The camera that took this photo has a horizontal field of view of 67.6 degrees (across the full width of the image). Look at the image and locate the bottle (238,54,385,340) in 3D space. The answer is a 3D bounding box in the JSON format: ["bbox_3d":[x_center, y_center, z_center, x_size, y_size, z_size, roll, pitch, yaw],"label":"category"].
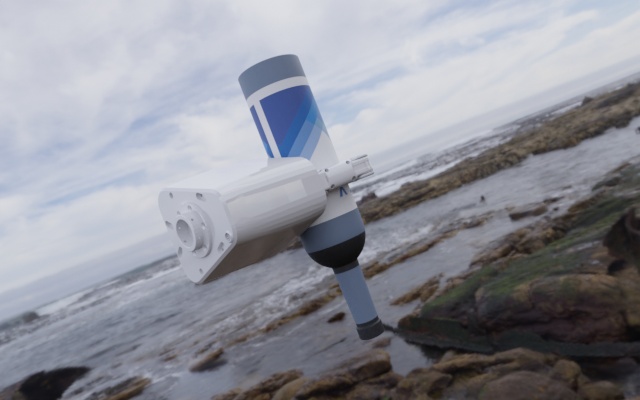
[{"bbox_3d":[0.000,0.001,0.492,0.069,0.295,0.069,-21,1,0],"label":"bottle"}]
